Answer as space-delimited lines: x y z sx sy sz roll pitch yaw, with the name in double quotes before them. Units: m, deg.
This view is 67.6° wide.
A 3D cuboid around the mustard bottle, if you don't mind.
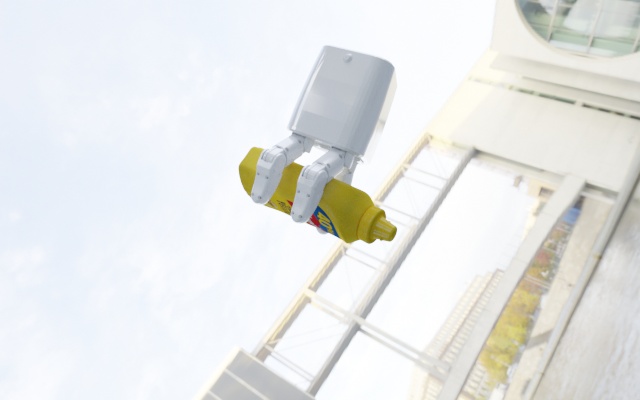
"mustard bottle" 0.000 0.002 0.545 0.191 0.058 0.096 23 -22 28
